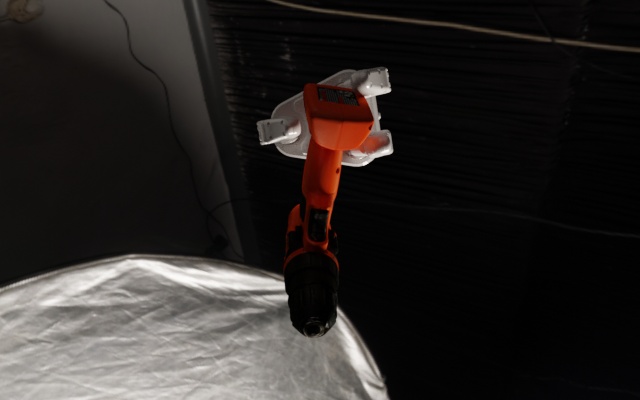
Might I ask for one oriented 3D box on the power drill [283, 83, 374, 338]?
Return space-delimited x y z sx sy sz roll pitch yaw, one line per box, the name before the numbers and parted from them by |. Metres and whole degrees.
power drill | 0.000 0.001 0.431 0.057 0.188 0.184 7 28 -9
